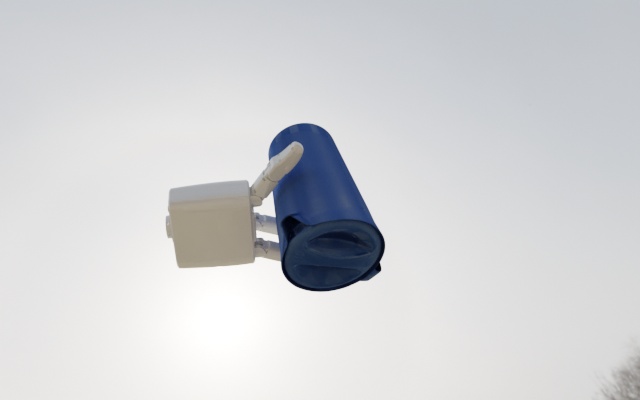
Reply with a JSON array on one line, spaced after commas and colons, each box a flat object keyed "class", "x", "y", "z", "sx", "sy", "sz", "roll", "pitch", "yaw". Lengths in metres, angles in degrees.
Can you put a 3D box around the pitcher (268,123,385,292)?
[{"class": "pitcher", "x": 0.000, "y": 0.002, "z": 0.679, "sx": 0.145, "sy": 0.149, "sz": 0.242, "roll": -7, "pitch": 42, "yaw": -9}]
